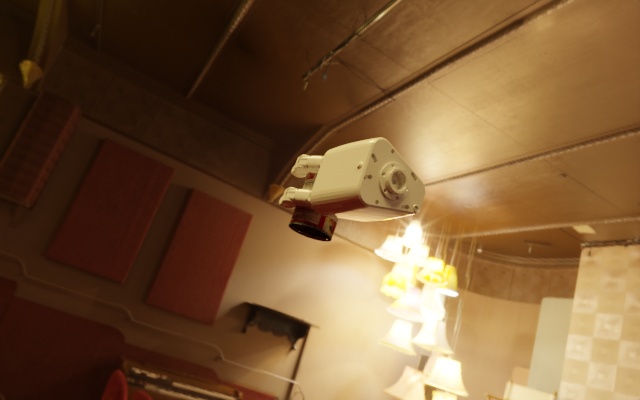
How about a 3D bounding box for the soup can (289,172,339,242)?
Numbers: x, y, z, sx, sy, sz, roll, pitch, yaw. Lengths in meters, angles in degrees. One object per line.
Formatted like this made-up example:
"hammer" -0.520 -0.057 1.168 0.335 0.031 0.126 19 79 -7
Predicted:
"soup can" 0.000 0.002 0.722 0.068 0.102 0.068 17 -17 6
